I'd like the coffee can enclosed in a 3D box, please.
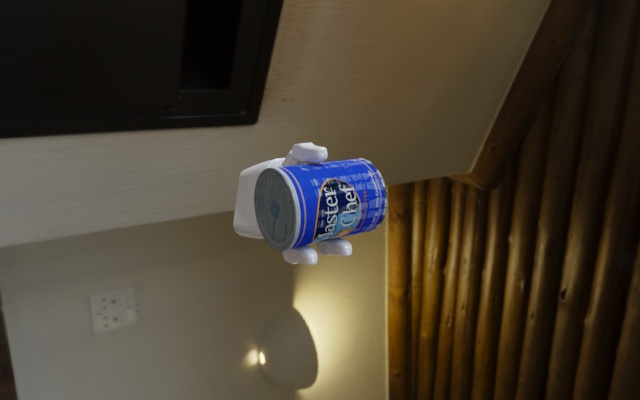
[{"bbox_3d":[0.000,0.002,0.615,0.140,0.103,0.103,-9,5,-34],"label":"coffee can"}]
